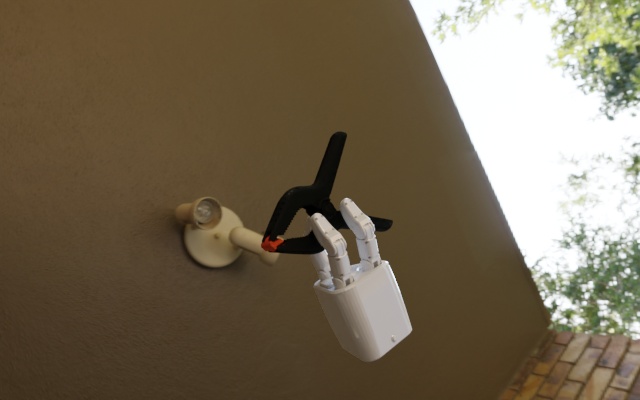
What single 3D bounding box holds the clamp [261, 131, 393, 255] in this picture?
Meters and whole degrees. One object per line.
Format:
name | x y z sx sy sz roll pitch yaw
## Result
clamp | -0.001 0.003 0.663 0.210 0.164 0.036 -26 3 -35
